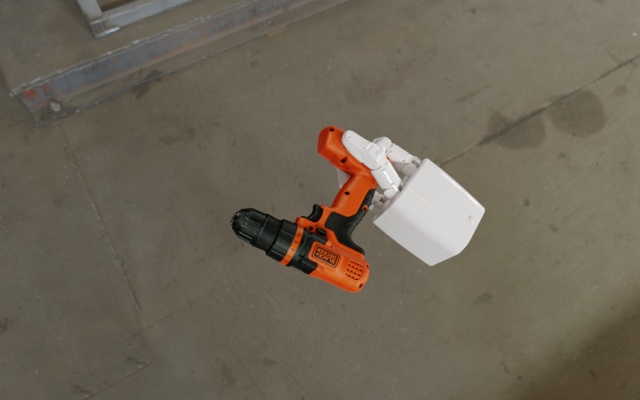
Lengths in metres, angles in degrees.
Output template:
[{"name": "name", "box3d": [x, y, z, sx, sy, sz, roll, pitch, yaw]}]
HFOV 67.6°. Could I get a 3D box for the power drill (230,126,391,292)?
[{"name": "power drill", "box3d": [0.001, 0.002, 0.613, 0.184, 0.187, 0.057, 28, -18, -13]}]
